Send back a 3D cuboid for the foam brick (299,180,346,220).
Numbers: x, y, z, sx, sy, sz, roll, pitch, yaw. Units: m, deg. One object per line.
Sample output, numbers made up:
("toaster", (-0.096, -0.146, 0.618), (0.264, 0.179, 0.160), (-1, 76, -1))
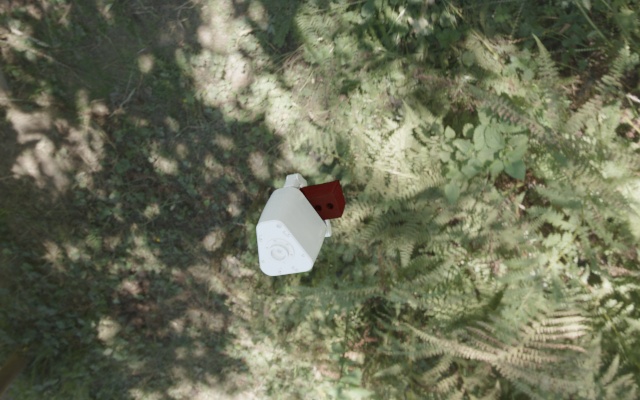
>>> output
("foam brick", (0.000, 0.003, 0.862), (0.078, 0.053, 0.051), (-11, 26, 18))
